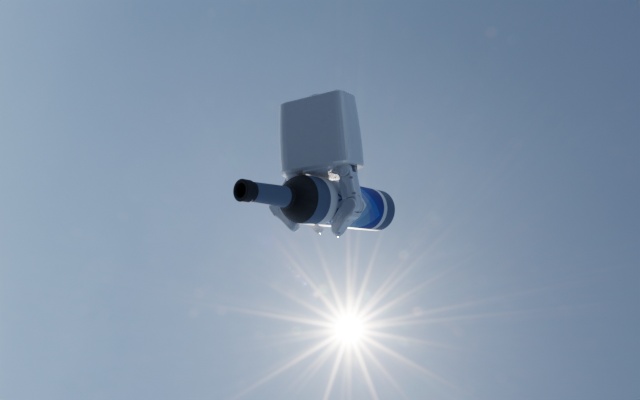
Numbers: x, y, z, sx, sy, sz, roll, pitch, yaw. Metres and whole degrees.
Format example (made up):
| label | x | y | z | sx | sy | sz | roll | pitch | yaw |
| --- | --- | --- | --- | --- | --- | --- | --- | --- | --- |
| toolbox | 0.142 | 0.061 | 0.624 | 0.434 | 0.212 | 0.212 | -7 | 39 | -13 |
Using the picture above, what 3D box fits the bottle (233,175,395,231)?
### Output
| label | x | y | z | sx | sy | sz | roll | pitch | yaw |
| --- | --- | --- | --- | --- | --- | --- | --- | --- | --- |
| bottle | 0.000 | 0.002 | 0.669 | 0.069 | 0.069 | 0.296 | 0 | -6 | 40 |
